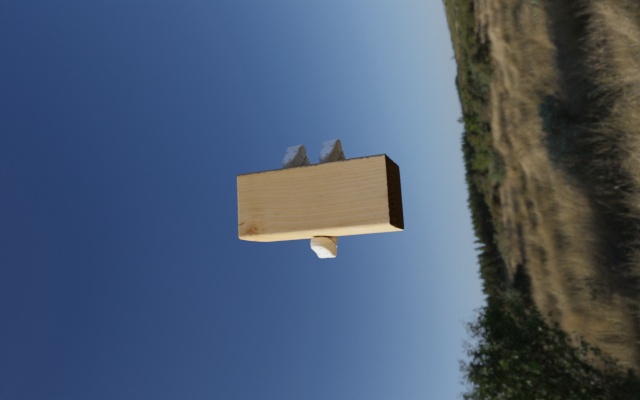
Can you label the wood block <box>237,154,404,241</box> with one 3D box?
[{"bbox_3d":[0.000,0.002,0.646,0.206,0.091,0.090,-7,-10,20],"label":"wood block"}]
